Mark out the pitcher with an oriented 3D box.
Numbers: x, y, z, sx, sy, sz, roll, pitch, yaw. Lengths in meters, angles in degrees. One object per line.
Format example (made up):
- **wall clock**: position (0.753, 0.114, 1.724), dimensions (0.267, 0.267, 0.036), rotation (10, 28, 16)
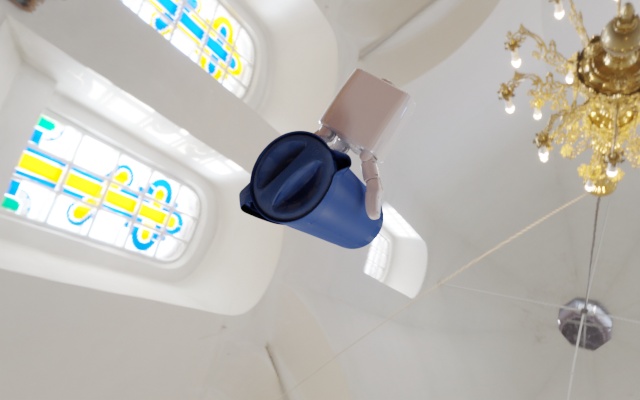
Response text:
- **pitcher**: position (0.000, 0.002, 0.747), dimensions (0.149, 0.145, 0.243), rotation (29, -3, 32)
